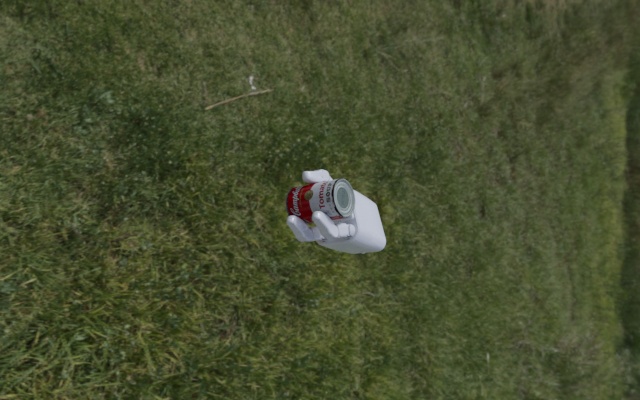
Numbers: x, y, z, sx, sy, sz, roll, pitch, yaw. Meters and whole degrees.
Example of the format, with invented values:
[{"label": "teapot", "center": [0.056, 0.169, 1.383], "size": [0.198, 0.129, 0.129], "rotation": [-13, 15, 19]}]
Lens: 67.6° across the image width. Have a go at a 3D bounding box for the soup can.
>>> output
[{"label": "soup can", "center": [0.000, 0.002, 0.821], "size": [0.102, 0.068, 0.068], "rotation": [-10, -6, 36]}]
